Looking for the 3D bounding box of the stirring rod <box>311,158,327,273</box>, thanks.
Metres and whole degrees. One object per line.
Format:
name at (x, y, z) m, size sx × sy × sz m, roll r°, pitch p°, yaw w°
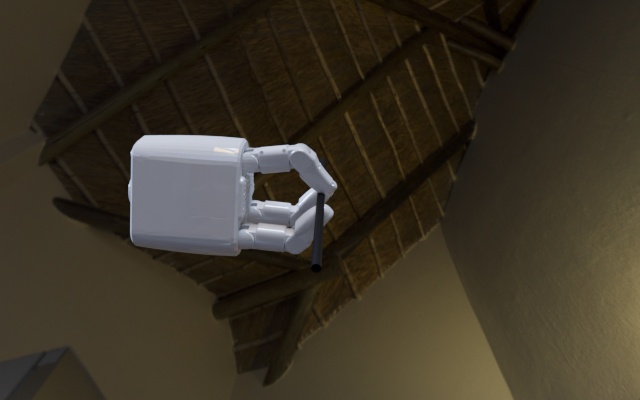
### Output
stirring rod at (0.000, 0.002, 0.467) m, size 0.011 × 0.011 × 0.239 m, roll 0°, pitch 24°, yaw 2°
